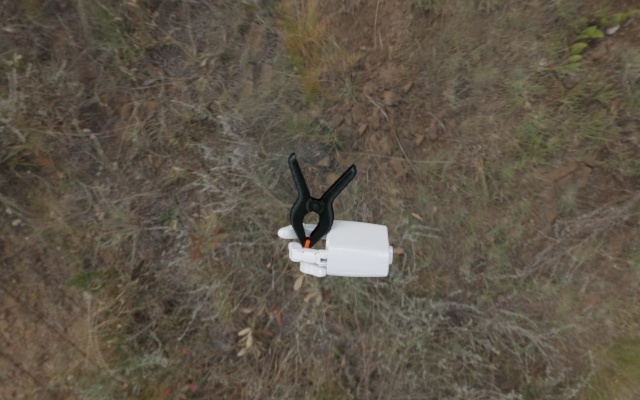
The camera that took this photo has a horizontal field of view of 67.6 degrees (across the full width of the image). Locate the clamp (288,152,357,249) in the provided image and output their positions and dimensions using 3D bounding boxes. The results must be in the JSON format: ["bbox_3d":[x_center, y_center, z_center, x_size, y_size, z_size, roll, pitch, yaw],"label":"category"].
[{"bbox_3d":[0.000,0.003,0.844,0.120,0.171,0.039,4,14,1],"label":"clamp"}]
